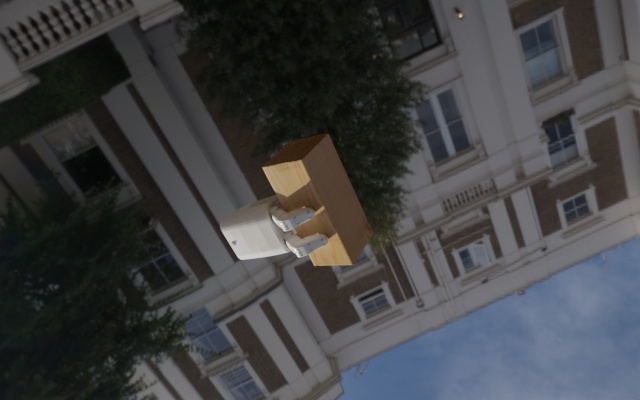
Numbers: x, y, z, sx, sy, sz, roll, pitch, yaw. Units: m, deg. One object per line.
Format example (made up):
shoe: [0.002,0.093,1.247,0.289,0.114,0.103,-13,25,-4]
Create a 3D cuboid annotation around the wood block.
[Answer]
wood block: [0.000,0.003,0.814,0.090,0.206,0.090,-7,30,36]
